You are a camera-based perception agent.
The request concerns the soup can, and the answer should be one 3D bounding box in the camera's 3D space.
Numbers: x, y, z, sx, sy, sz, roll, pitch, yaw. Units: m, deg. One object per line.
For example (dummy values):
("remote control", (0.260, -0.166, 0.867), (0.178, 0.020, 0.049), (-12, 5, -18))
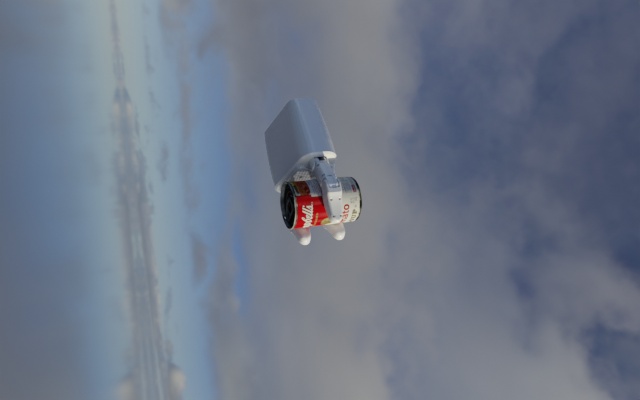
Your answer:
("soup can", (0.001, 0.003, 0.689), (0.102, 0.068, 0.068), (-6, 2, -21))
